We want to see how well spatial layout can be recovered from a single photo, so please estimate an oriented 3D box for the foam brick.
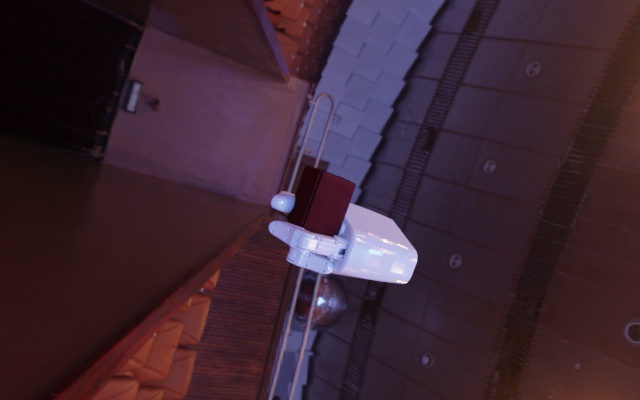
[{"bbox_3d":[0.000,0.002,0.591,0.051,0.078,0.053,17,6,-25],"label":"foam brick"}]
